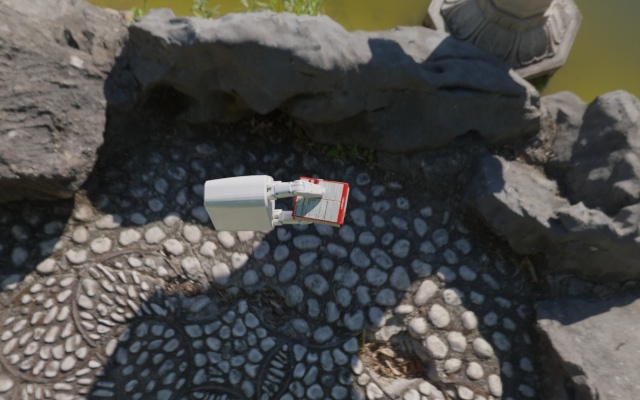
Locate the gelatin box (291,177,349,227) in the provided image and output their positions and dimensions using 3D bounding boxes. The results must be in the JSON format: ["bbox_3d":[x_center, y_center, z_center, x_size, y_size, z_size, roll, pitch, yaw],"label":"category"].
[{"bbox_3d":[0.000,0.003,0.830,0.089,0.073,0.030,8,-16,9],"label":"gelatin box"}]
